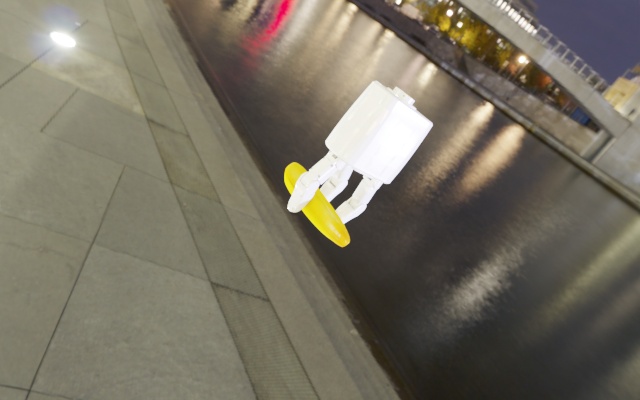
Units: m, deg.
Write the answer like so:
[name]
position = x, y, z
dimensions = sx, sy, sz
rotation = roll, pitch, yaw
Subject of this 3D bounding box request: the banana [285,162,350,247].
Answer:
[banana]
position = -0.014, -0.008, 0.700
dimensions = 0.070, 0.037, 0.197
rotation = 33, 15, -36
